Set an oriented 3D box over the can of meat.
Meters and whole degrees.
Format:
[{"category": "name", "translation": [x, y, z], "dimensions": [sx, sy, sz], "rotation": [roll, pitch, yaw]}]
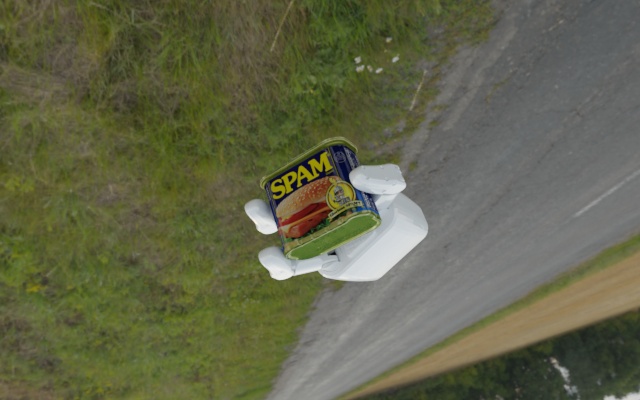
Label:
[{"category": "can of meat", "translation": [0.000, 0.002, 0.465], "dimensions": [0.102, 0.084, 0.057], "rotation": [-28, -25, 20]}]
